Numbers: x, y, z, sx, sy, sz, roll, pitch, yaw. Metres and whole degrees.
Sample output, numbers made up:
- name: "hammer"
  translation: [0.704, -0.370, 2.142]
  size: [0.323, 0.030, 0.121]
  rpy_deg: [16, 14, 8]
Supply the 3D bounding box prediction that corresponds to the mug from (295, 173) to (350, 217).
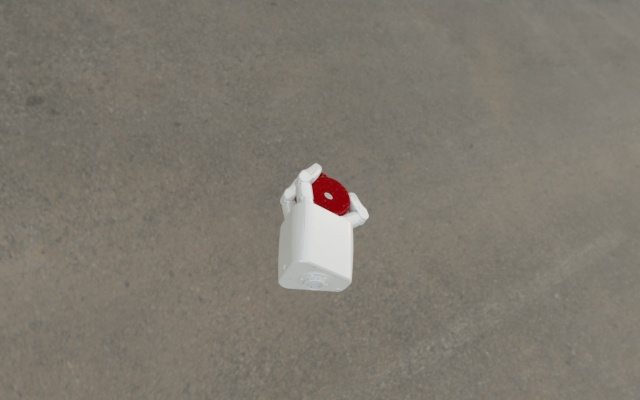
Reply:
- name: "mug"
  translation: [0.000, 0.001, 0.837]
  size: [0.093, 0.117, 0.081]
  rpy_deg: [15, -39, -18]
